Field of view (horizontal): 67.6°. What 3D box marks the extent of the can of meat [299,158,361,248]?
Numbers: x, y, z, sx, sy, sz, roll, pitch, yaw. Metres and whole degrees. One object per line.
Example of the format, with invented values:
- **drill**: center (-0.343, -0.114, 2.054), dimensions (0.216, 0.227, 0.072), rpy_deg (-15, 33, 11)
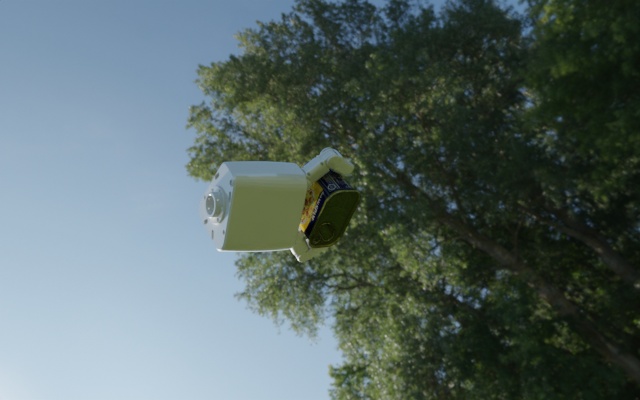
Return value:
- **can of meat**: center (0.000, 0.002, 0.681), dimensions (0.057, 0.102, 0.084), rpy_deg (-2, 39, -36)
